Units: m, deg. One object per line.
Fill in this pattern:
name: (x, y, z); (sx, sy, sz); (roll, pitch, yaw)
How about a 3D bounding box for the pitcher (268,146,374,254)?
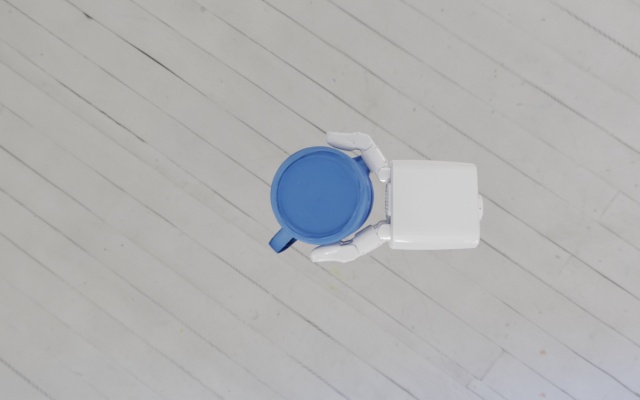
pitcher: (0.000, 0.002, 0.628); (0.145, 0.149, 0.243); (2, 1, 5)
